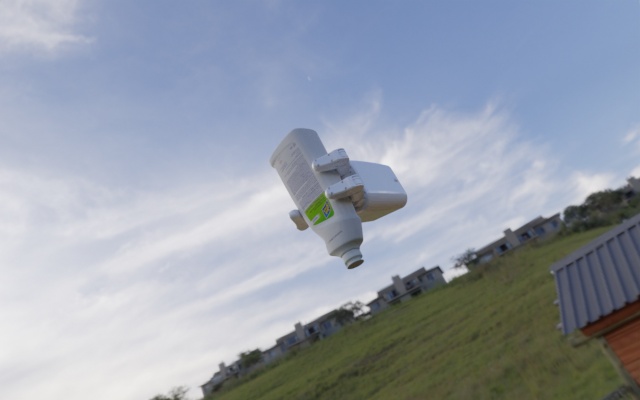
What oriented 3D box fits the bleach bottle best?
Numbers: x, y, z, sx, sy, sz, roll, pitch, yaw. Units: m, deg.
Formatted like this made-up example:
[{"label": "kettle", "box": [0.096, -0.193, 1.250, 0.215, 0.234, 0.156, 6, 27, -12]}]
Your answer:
[{"label": "bleach bottle", "box": [0.000, 0.002, 0.789, 0.068, 0.250, 0.103, 0, -36, -41]}]
